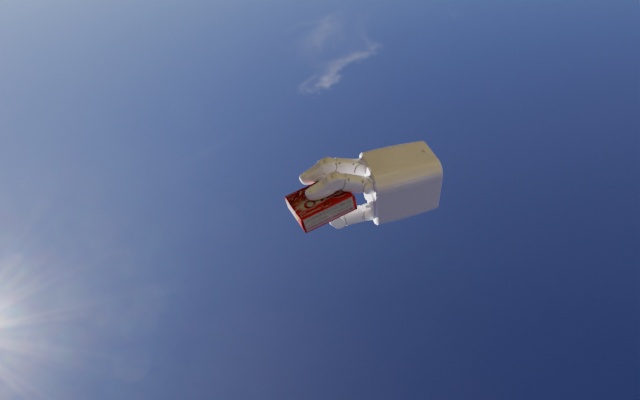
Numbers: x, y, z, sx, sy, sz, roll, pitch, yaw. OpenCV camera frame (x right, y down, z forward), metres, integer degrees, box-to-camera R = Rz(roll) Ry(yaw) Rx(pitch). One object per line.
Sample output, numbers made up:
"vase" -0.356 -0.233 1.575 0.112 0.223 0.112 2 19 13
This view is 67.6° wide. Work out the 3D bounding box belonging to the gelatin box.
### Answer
"gelatin box" 0.000 0.003 0.721 0.089 0.030 0.073 -25 37 -10
